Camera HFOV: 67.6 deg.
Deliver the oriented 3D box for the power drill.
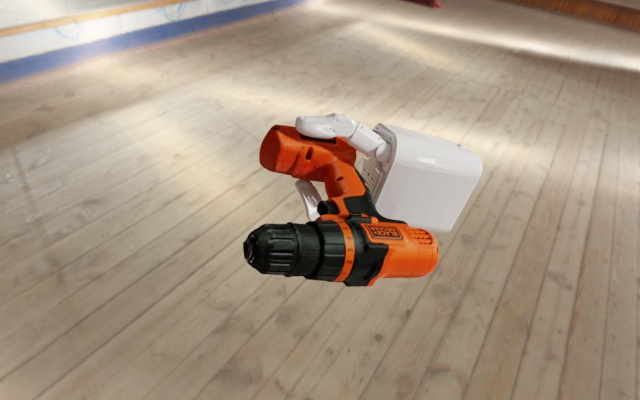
[{"bbox_3d":[0.000,0.001,0.455,0.184,0.057,0.187,7,38,-30],"label":"power drill"}]
